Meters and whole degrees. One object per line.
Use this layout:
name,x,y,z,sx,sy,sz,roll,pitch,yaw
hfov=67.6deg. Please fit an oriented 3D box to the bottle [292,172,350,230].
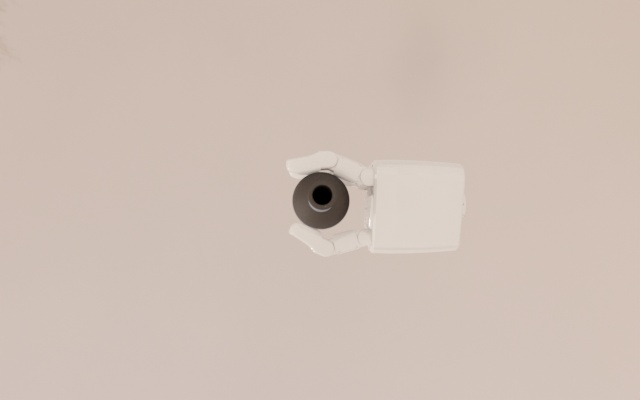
bottle,0.000,0.002,0.585,0.069,0.069,0.296,0,-3,-1
